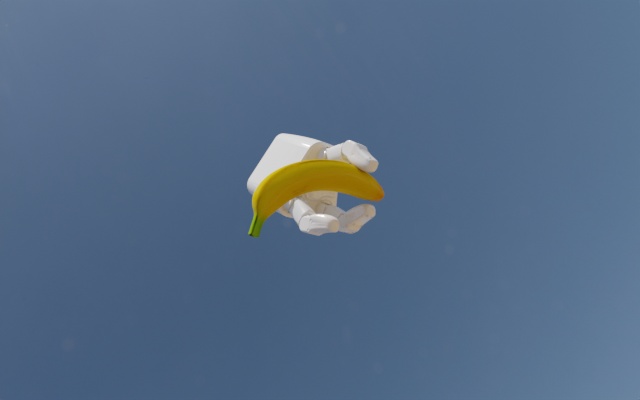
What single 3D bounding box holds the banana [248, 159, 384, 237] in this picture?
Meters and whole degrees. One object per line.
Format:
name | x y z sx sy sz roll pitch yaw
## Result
banana | -0.003 -0.015 0.560 0.198 0.070 0.037 -15 21 -33
